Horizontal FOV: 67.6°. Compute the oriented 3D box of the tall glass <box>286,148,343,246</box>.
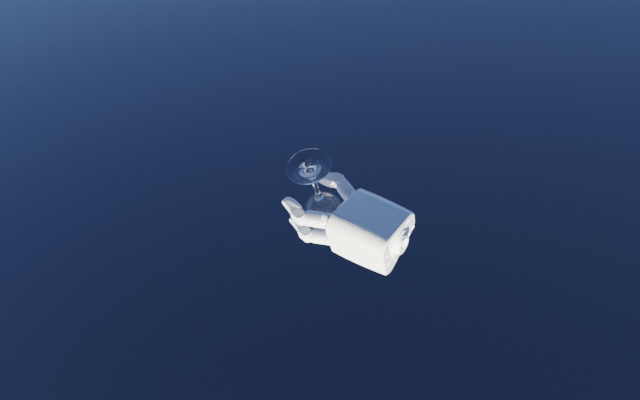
[{"bbox_3d":[0.000,0.002,0.840,0.079,0.079,0.201,0,-35,13],"label":"tall glass"}]
